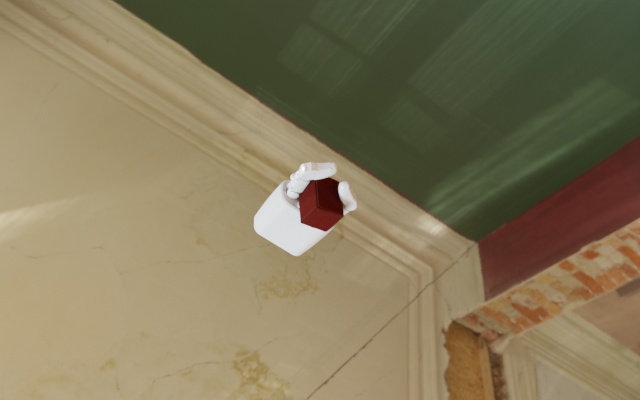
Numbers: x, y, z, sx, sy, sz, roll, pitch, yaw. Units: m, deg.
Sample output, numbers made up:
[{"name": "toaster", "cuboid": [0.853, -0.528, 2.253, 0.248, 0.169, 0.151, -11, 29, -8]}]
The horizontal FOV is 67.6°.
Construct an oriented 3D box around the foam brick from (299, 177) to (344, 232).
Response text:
[{"name": "foam brick", "cuboid": [0.000, 0.003, 0.785, 0.053, 0.078, 0.051, 22, -47, -28]}]
